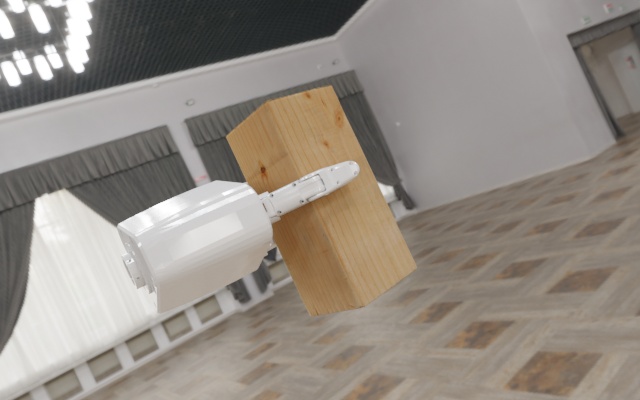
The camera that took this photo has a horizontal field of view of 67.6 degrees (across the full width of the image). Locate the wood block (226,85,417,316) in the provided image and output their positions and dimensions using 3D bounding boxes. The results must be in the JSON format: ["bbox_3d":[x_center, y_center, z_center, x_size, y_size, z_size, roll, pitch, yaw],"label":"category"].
[{"bbox_3d":[0.000,0.002,0.488,0.090,0.206,0.091,-25,0,-40],"label":"wood block"}]
